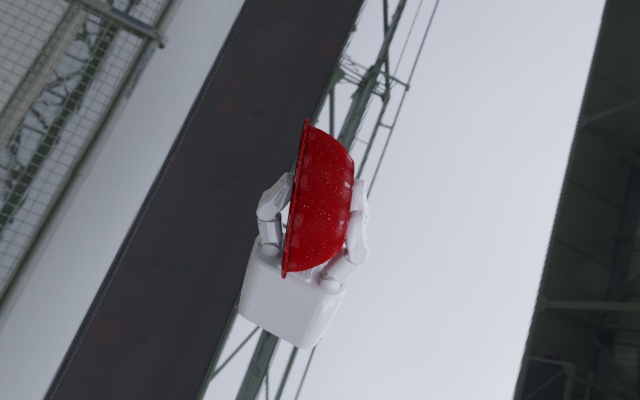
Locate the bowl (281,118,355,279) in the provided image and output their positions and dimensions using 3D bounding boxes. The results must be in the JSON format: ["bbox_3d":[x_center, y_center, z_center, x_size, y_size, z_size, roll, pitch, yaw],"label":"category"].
[{"bbox_3d":[0.001,0.001,0.476,0.055,0.162,0.162,8,0,0],"label":"bowl"}]
